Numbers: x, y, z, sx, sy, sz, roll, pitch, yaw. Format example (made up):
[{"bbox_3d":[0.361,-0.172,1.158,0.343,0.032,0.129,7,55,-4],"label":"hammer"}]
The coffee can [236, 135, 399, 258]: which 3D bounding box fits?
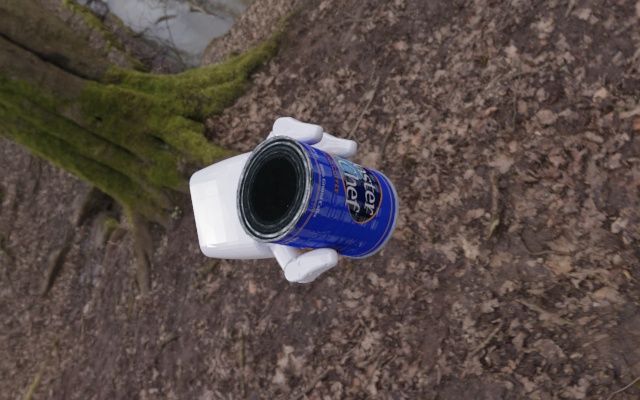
[{"bbox_3d":[0.000,0.002,0.492,0.103,0.103,0.140,0,-11,42],"label":"coffee can"}]
